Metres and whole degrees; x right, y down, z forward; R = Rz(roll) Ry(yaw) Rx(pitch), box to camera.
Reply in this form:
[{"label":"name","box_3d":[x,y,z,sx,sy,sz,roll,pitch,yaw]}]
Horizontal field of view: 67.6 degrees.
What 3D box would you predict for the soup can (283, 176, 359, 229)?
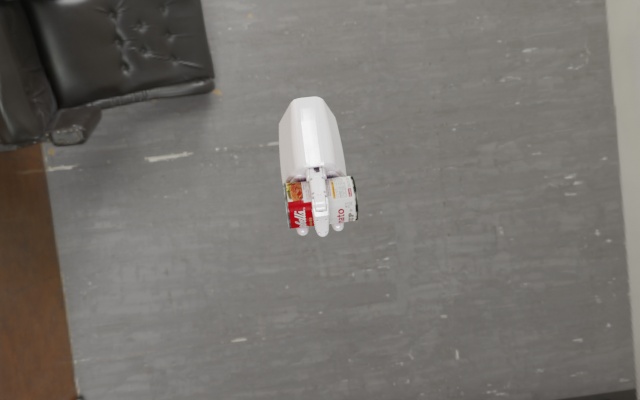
[{"label":"soup can","box_3d":[0.000,0.003,0.698,0.102,0.068,0.068,-7,0,-3]}]
